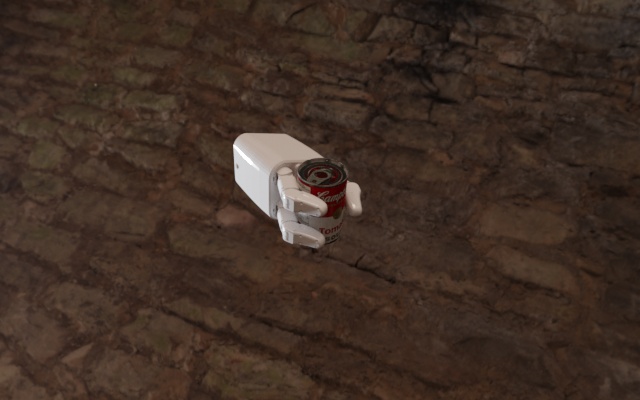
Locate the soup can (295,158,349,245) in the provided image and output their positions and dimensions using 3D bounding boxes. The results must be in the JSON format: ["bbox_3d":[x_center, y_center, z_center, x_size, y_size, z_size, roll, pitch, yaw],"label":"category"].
[{"bbox_3d":[0.000,0.003,0.656,0.068,0.102,0.068,3,36,-2],"label":"soup can"}]
